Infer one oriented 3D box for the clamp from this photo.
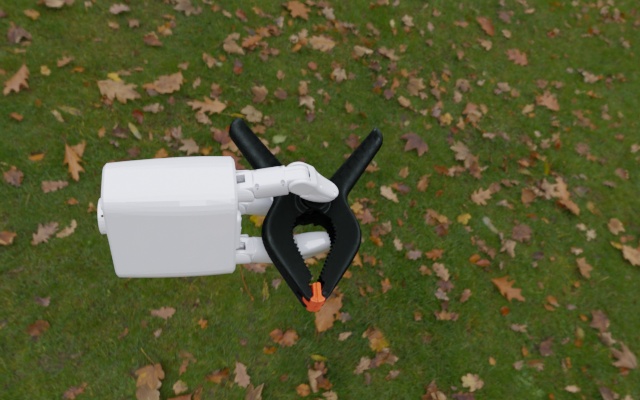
[{"bbox_3d":[0.000,0.002,0.470,0.164,0.209,0.036,-4,-30,-12],"label":"clamp"}]
